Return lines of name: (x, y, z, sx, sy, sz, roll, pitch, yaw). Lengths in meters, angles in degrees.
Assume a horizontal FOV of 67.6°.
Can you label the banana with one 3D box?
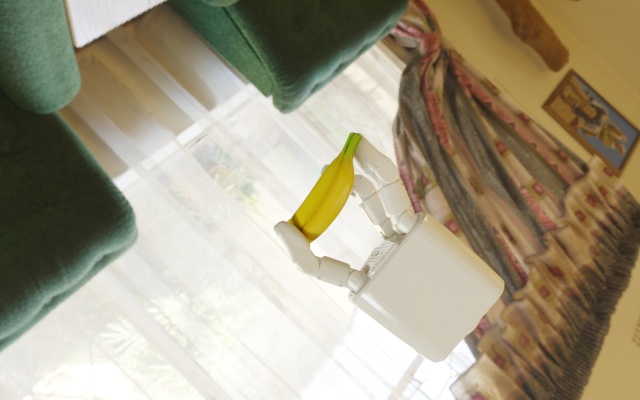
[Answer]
banana: (-0.006, 0.013, 0.498, 0.037, 0.069, 0.198, 34, -37, -4)
